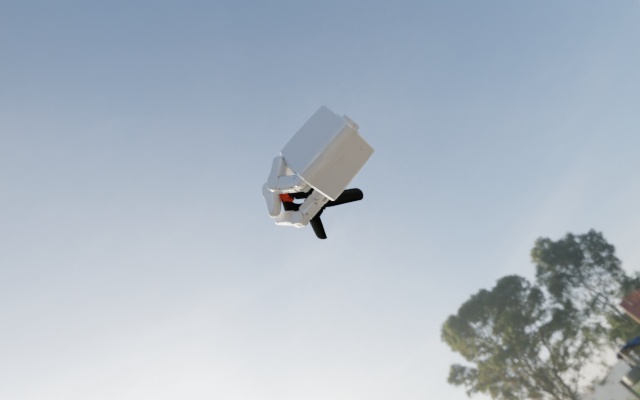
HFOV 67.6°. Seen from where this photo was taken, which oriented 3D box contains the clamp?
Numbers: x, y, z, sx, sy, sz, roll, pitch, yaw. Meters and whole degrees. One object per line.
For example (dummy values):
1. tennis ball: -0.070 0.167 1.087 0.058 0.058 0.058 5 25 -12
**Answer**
1. clamp: 0.000 0.002 0.824 0.039 0.120 0.171 47 8 36
